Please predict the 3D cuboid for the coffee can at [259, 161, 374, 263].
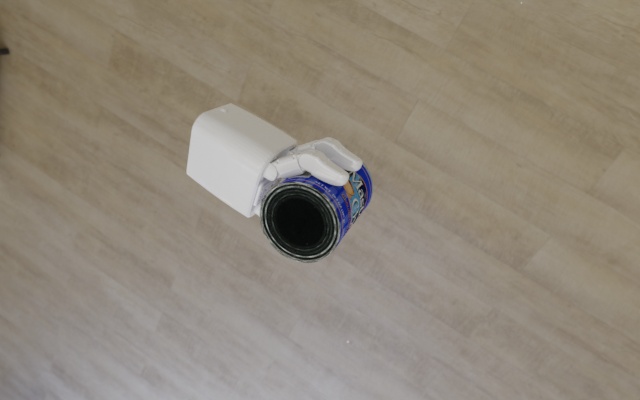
[{"bbox_3d":[0.000,0.002,0.611,0.103,0.103,0.140,0,21,23],"label":"coffee can"}]
